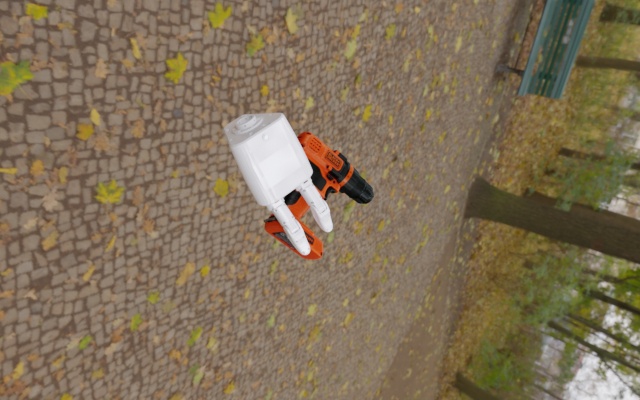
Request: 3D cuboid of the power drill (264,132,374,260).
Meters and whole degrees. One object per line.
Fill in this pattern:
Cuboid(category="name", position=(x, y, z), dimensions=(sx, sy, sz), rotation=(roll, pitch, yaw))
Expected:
Cuboid(category="power drill", position=(0.000, 0.003, 0.813), dimensions=(0.184, 0.187, 0.057), rotation=(37, -29, -24))
